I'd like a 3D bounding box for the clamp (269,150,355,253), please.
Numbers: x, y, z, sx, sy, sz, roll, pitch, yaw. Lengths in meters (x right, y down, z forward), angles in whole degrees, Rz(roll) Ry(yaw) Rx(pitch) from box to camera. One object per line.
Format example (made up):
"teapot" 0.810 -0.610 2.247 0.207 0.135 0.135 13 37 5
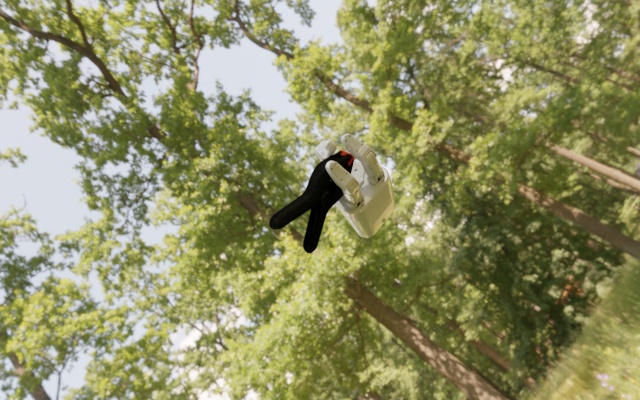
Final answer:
"clamp" 0.000 0.002 0.747 0.039 0.171 0.120 33 -14 32
